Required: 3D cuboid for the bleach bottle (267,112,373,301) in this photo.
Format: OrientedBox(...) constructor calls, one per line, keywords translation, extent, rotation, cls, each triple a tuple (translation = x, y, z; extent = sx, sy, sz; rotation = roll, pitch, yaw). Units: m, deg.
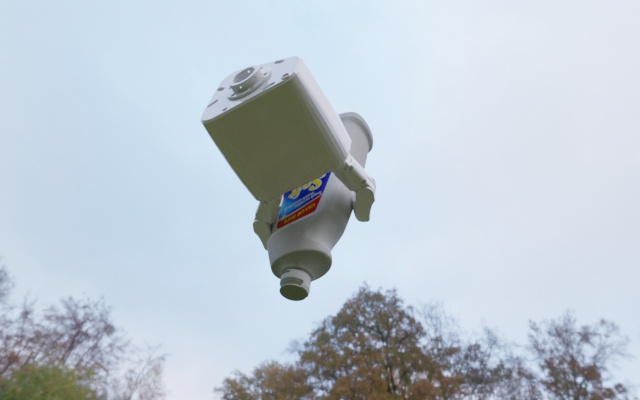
OrientedBox(translation=(0.000, 0.002, 0.552), extent=(0.102, 0.250, 0.068), rotation=(-15, -51, 25), cls="bleach bottle")
